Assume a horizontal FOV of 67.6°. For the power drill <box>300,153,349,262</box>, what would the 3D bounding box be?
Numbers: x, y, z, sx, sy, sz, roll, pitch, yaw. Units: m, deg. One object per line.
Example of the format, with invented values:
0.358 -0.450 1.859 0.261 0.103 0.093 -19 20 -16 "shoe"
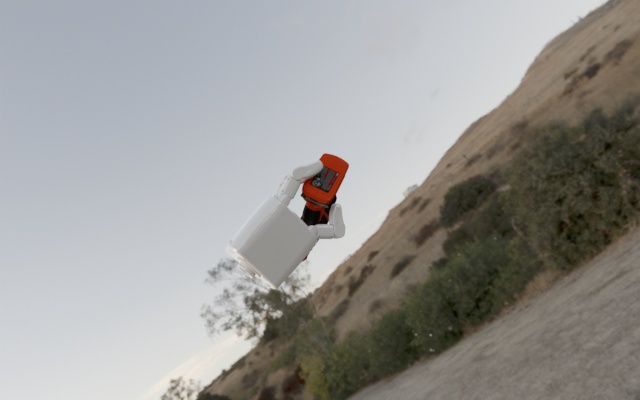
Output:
0.000 0.003 0.884 0.057 0.184 0.188 23 -39 6 "power drill"
